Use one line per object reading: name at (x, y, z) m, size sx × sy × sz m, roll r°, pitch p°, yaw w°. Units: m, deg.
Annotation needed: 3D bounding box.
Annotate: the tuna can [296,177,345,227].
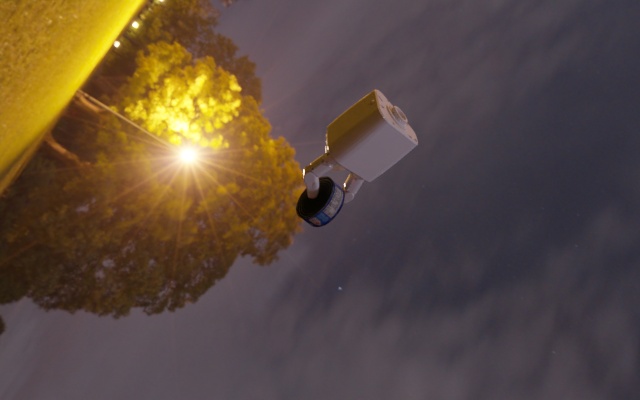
tuna can at (0.000, 0.003, 0.824) m, size 0.034 × 0.086 × 0.086 m, roll 39°, pitch -23°, yaw -31°
